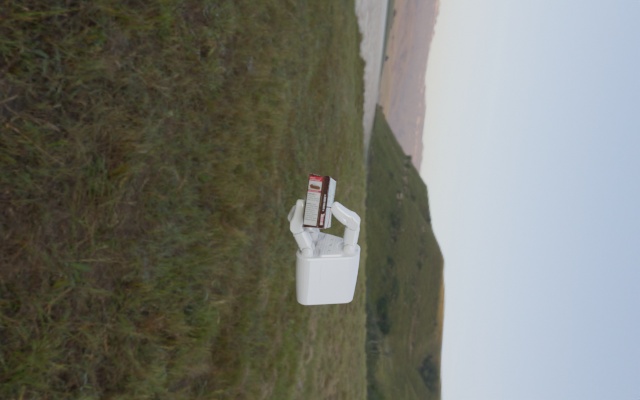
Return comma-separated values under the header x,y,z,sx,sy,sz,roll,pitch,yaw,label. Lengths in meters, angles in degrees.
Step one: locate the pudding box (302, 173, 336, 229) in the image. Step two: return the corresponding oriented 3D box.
x,y,z,sx,sy,sz,roll,pitch,yaw,label
0.000,0.003,0.818,0.039,0.090,0.113,6,-1,6,pudding box
